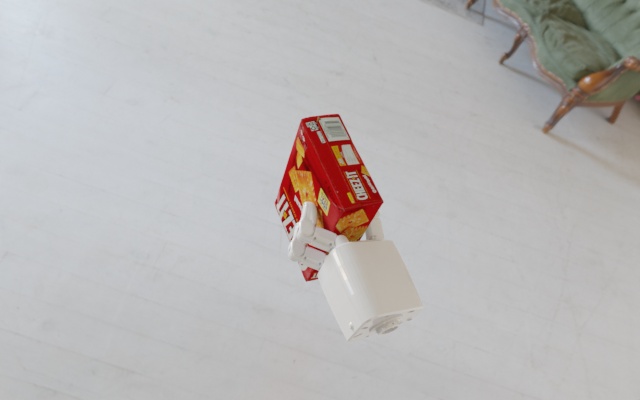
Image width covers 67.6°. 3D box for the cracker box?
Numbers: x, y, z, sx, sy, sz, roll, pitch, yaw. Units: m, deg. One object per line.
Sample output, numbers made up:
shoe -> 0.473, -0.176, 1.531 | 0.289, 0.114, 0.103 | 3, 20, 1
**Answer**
cracker box -> 0.000, 0.002, 0.727 | 0.072, 0.164, 0.214 | -10, -31, -24
